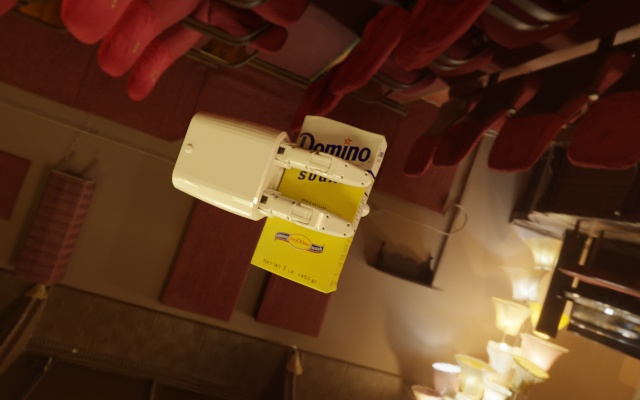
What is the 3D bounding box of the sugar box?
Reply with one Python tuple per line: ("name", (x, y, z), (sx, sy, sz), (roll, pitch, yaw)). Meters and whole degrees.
("sugar box", (0.000, 0.002, 0.521), (0.093, 0.176, 0.048), (19, -1, 14))
